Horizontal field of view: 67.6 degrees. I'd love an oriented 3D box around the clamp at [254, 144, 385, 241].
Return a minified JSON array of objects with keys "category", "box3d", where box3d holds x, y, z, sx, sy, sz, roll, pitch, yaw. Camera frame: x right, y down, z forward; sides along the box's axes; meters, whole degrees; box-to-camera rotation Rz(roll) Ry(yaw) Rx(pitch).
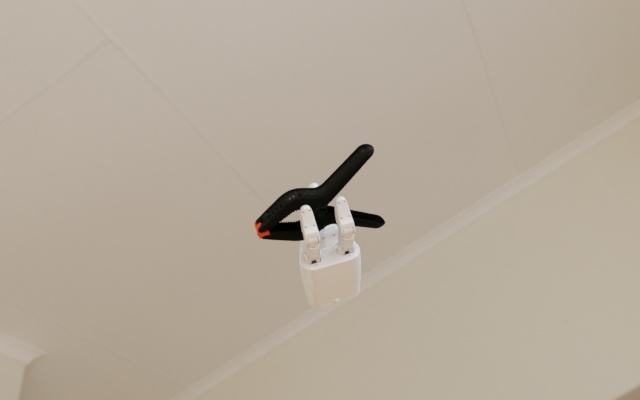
[{"category":"clamp","box3d":[-0.001,0.002,0.730,0.210,0.165,0.036,-15,39,-10]}]
